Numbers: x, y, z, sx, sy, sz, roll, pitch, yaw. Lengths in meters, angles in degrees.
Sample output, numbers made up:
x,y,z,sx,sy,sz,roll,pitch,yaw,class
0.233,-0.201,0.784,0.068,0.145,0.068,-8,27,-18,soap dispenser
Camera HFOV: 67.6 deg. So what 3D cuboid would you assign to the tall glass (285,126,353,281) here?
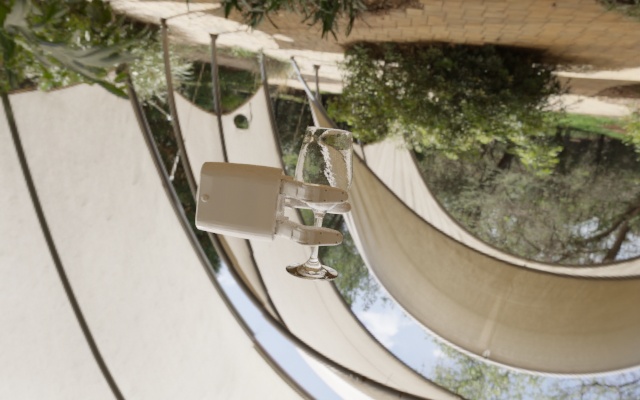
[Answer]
x,y,z,sx,sy,sz,roll,pitch,yaw,class
0.000,0.003,0.650,0.079,0.201,0.079,7,8,-1,tall glass
